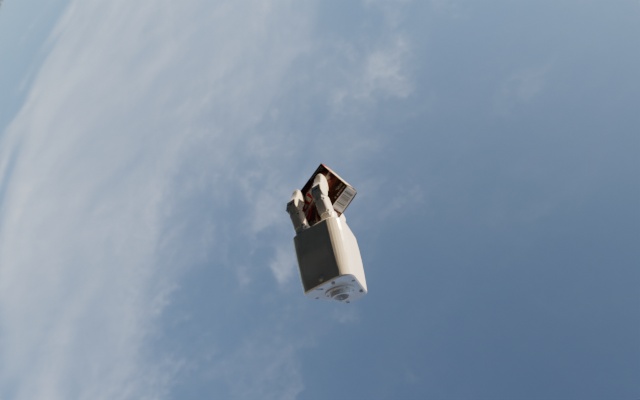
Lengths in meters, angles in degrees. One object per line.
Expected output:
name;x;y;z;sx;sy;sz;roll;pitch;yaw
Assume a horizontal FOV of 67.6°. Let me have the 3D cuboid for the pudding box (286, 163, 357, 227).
pudding box;0.000;0.003;0.851;0.039;0.113;0.090;34;7;-45
